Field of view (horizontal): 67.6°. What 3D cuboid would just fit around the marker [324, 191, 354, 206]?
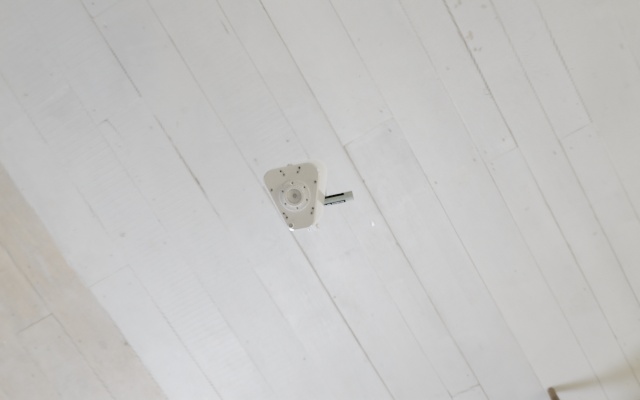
[{"bbox_3d":[0.000,0.003,0.867,0.121,0.020,0.020,-11,-1,6],"label":"marker"}]
